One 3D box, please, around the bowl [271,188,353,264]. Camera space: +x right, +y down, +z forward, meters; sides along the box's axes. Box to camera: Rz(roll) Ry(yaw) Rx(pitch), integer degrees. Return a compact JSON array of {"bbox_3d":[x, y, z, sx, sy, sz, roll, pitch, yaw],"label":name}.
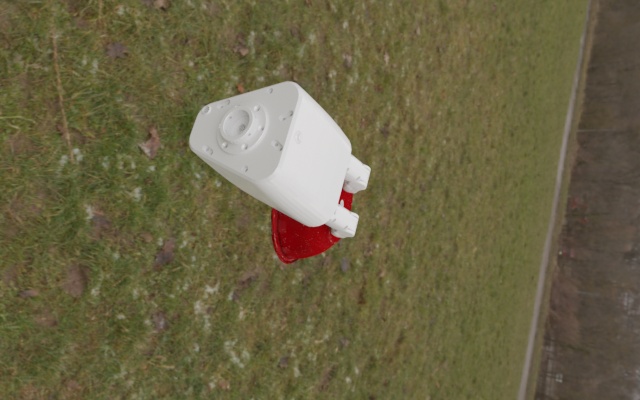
[{"bbox_3d":[0.001,0.002,0.573,0.055,0.162,0.162,10,3,18],"label":"bowl"}]
